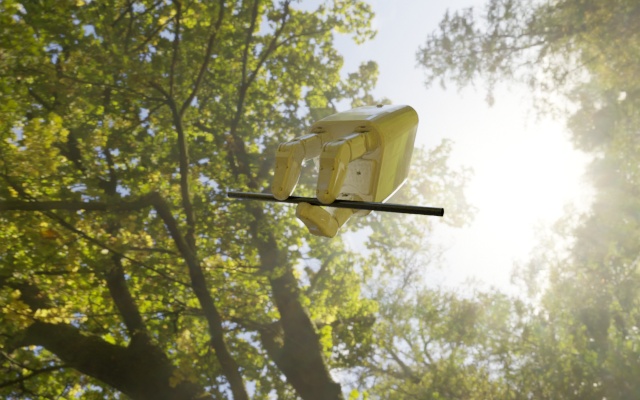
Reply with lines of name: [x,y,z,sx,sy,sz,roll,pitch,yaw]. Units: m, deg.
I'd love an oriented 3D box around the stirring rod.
stirring rod: [0.000,0.002,0.455,0.239,0.011,0.011,5,3,34]
